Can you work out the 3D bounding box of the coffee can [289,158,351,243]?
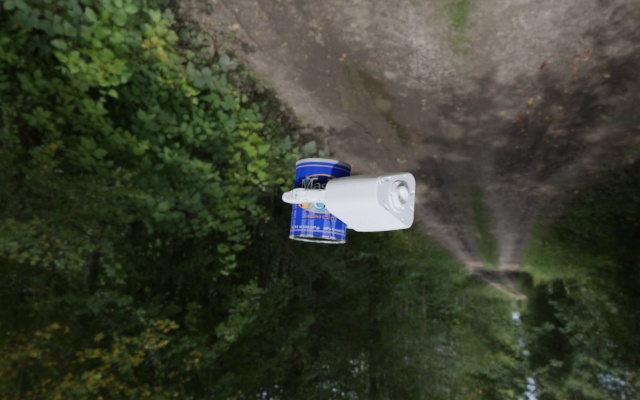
[{"bbox_3d":[0.000,0.003,0.873,0.103,0.140,0.103,5,-9,1],"label":"coffee can"}]
